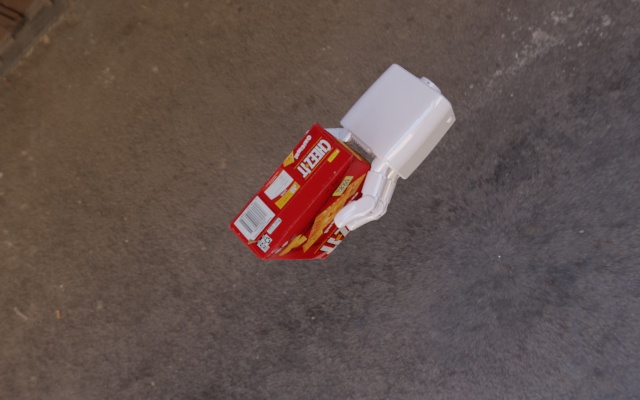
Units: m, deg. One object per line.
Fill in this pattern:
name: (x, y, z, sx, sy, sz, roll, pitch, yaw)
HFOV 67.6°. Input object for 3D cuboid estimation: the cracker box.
cracker box: (0.000, 0.002, 0.640, 0.072, 0.164, 0.214, 44, 9, 19)
